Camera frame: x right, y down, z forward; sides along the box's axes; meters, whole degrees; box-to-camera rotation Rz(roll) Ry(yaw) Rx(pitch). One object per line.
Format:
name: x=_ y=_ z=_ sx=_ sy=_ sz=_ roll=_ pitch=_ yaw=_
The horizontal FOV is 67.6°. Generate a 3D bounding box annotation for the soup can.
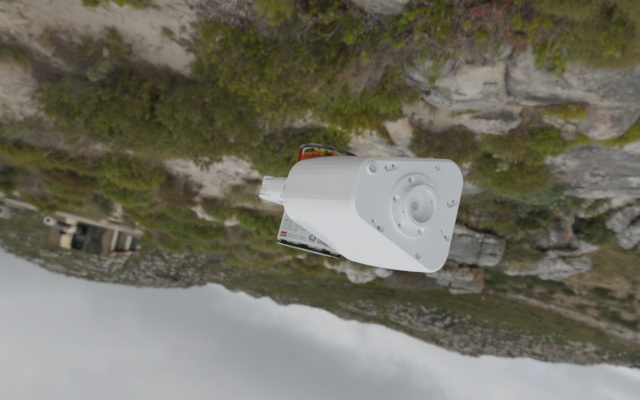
soup can: x=0.000 y=0.002 z=0.484 sx=0.068 sy=0.102 sz=0.068 roll=14 pitch=-7 yaw=2
